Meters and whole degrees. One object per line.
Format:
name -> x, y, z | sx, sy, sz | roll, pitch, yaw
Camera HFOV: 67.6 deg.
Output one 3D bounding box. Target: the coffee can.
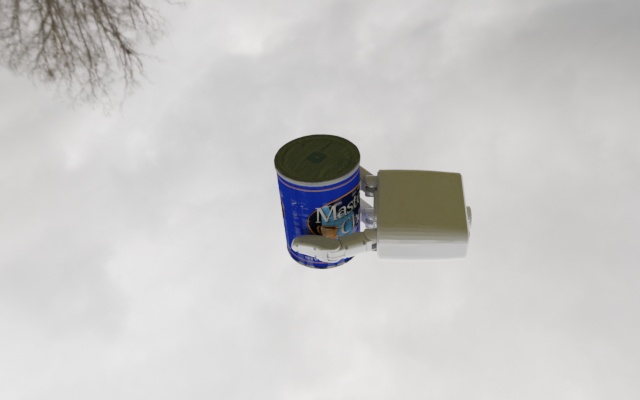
coffee can -> 0.000, 0.002, 0.606 | 0.103, 0.140, 0.102 | -3, 39, 2
